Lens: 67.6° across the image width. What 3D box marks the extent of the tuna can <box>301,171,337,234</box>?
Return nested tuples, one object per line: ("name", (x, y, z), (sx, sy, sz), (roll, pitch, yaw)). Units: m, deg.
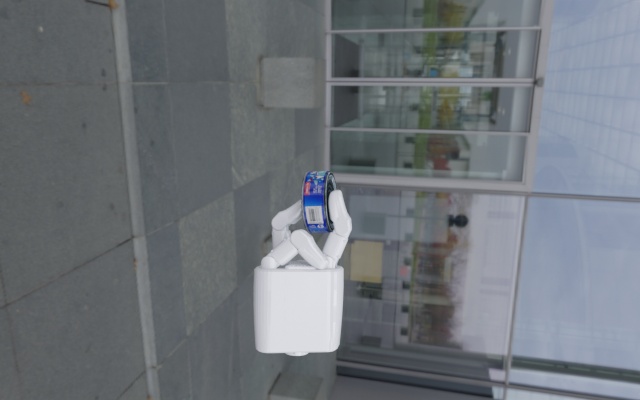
("tuna can", (0.001, 0.002, 0.655), (0.034, 0.086, 0.086), (-2, -1, 13))
